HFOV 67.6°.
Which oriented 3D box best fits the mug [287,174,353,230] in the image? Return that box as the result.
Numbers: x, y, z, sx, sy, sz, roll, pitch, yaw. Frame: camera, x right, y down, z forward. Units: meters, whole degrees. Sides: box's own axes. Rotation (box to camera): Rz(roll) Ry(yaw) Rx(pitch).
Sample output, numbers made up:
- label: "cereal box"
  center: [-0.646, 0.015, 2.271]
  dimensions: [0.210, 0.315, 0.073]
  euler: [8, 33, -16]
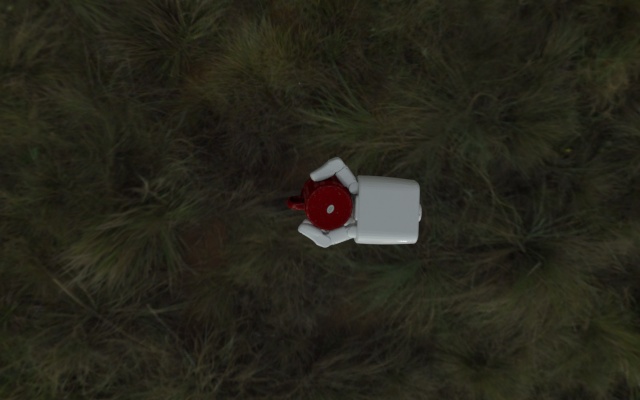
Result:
- label: "mug"
  center: [-0.001, 0.003, 0.834]
  dimensions: [0.117, 0.093, 0.081]
  euler: [2, 14, -4]
